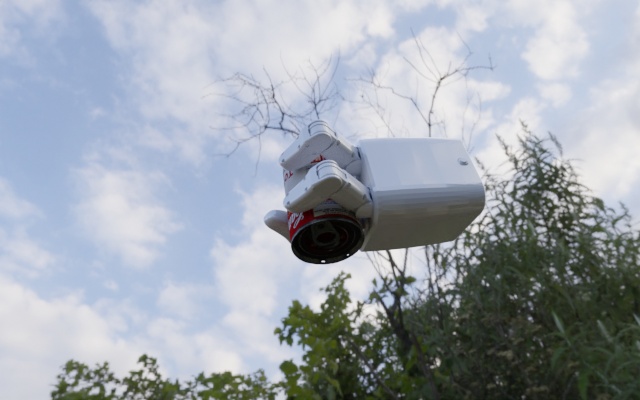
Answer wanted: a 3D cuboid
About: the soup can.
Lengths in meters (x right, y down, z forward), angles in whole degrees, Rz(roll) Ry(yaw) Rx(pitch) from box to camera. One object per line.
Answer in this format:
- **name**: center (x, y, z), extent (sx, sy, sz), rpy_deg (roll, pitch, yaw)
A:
- **soup can**: center (0.000, 0.001, 0.467), extent (0.068, 0.102, 0.069), rpy_deg (-6, -41, -5)
